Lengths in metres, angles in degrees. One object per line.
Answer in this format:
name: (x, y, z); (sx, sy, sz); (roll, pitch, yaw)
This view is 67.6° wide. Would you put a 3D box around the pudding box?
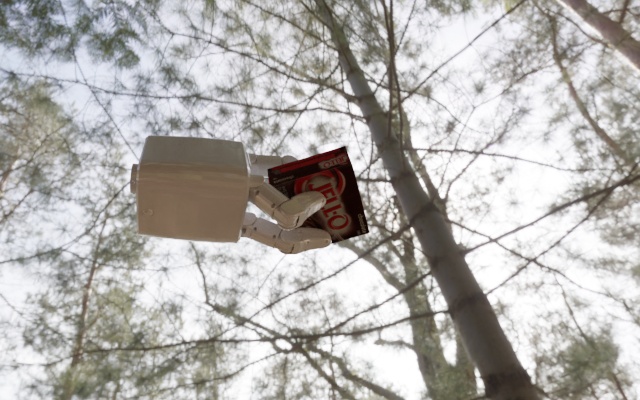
pudding box: (0.000, 0.002, 0.533); (0.090, 0.039, 0.114); (-16, -45, 4)
